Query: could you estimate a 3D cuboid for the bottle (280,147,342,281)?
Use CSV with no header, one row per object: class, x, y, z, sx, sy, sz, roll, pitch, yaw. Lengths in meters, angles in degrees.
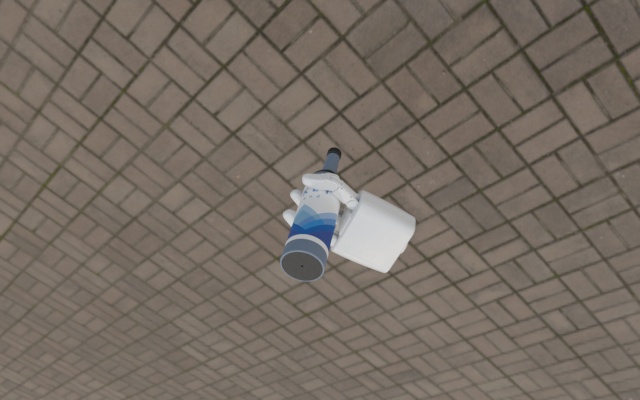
bottle,0.000,0.003,0.804,0.069,0.069,0.295,0,40,14
